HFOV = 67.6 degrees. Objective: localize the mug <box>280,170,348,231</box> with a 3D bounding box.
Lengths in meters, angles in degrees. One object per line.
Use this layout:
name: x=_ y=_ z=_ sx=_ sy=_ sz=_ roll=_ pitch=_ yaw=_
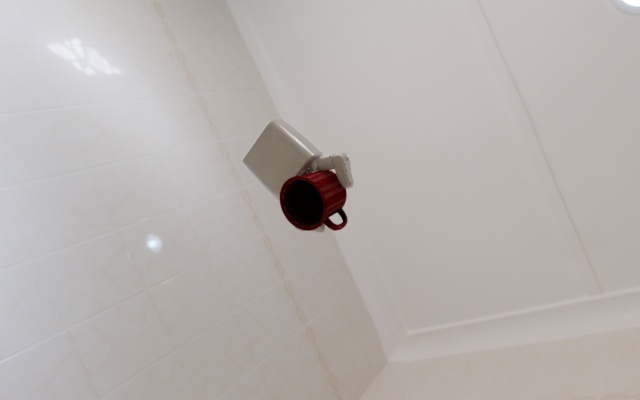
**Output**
mug: x=0.001 y=0.003 z=0.803 sx=0.117 sy=0.093 sz=0.081 roll=44 pitch=35 yaw=14
